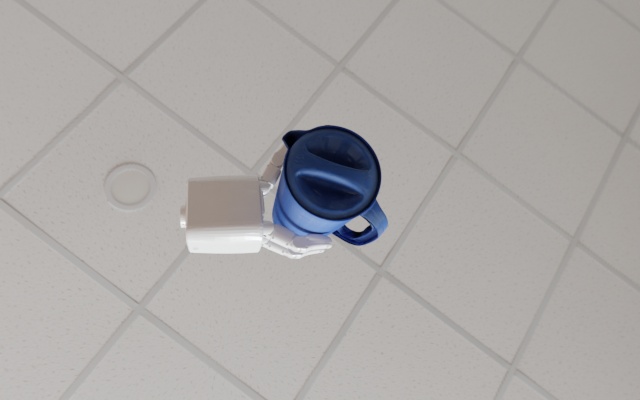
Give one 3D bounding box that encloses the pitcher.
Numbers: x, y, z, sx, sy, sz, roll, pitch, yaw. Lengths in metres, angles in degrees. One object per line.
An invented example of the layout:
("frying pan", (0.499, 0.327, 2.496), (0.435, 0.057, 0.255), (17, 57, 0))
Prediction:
("pitcher", (0.000, 0.002, 0.728), (0.145, 0.149, 0.243), (-1, -16, -13))
